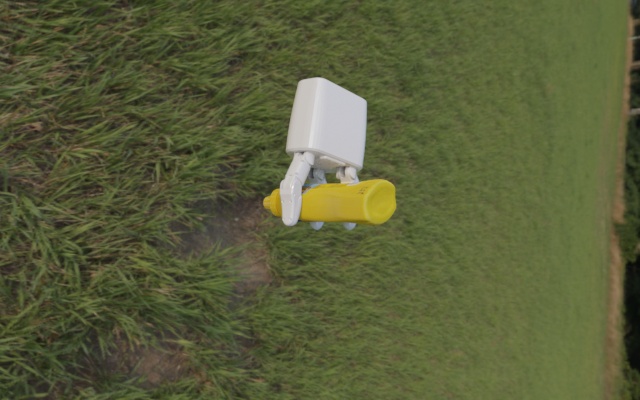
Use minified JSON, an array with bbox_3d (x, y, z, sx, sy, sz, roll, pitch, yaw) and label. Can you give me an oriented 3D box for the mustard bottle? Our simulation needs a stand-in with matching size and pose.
[{"bbox_3d":[0.000,0.003,0.662,0.191,0.058,0.096,0,10,32],"label":"mustard bottle"}]
